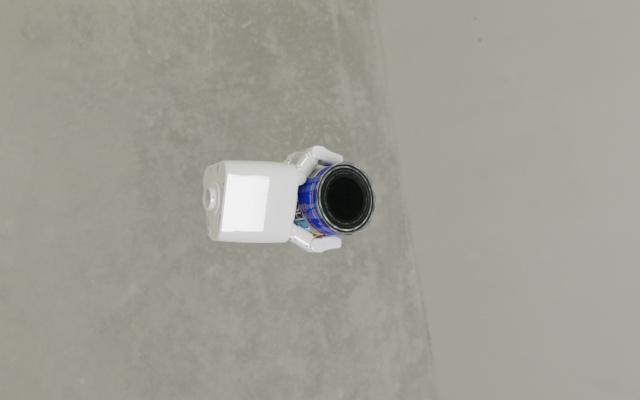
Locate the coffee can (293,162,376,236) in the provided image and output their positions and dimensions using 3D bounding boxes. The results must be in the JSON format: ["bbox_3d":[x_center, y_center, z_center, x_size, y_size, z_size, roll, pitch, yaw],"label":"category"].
[{"bbox_3d":[0.000,0.002,0.722,0.103,0.103,0.140,0,-5,-33],"label":"coffee can"}]
